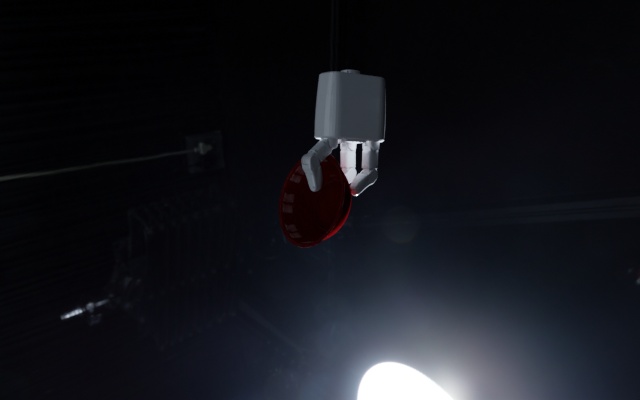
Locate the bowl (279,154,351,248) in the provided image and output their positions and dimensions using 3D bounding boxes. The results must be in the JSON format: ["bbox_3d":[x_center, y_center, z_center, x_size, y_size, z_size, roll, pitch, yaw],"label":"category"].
[{"bbox_3d":[0.000,0.004,0.801,0.055,0.162,0.162,16,-11,-41],"label":"bowl"}]
